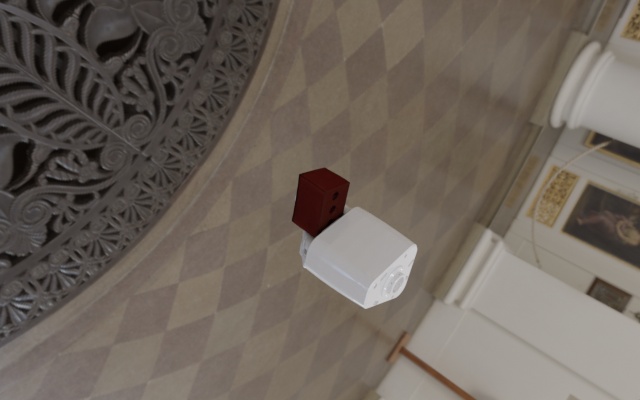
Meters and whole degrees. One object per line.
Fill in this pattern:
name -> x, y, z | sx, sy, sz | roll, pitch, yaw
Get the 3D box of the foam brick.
foam brick -> 0.000, 0.002, 0.663 | 0.051, 0.078, 0.053 | 33, 37, 34
